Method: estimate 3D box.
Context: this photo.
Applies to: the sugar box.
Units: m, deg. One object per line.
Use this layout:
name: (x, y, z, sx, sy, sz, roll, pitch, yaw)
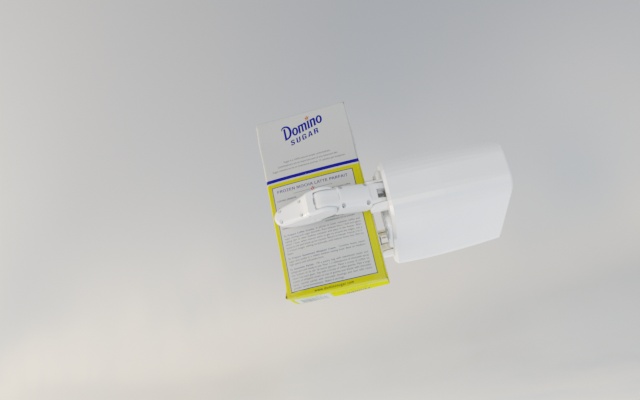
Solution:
sugar box: (0.000, 0.002, 0.456, 0.093, 0.176, 0.048, -13, -20, 7)
